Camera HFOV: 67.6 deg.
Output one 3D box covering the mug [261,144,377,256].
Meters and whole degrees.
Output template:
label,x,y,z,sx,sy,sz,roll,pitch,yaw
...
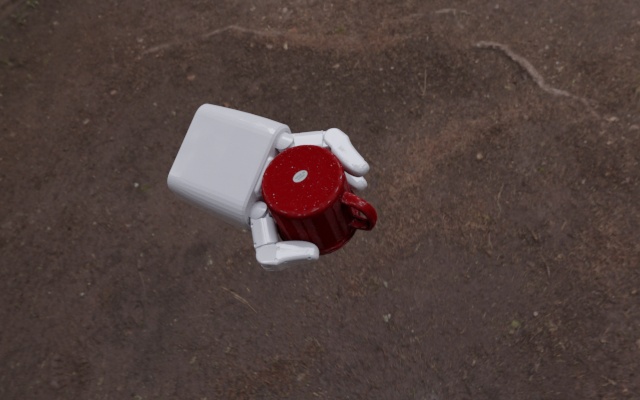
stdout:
label,x,y,z,sx,sy,sz,roll,pitch,yaw
mug,0.001,0.002,0.474,0.117,0.093,0.081,19,-22,21
